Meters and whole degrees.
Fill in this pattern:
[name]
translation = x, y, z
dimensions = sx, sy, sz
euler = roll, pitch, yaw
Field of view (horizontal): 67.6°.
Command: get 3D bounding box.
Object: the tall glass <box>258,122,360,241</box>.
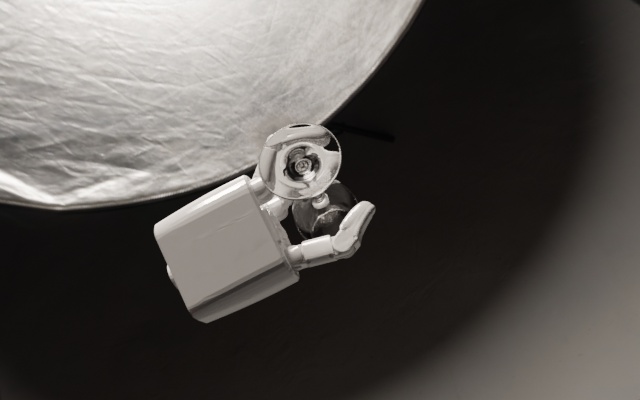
[tall glass]
translation = 0.000, 0.001, 0.501
dimensions = 0.079, 0.079, 0.201
euler = 0, -21, 12
